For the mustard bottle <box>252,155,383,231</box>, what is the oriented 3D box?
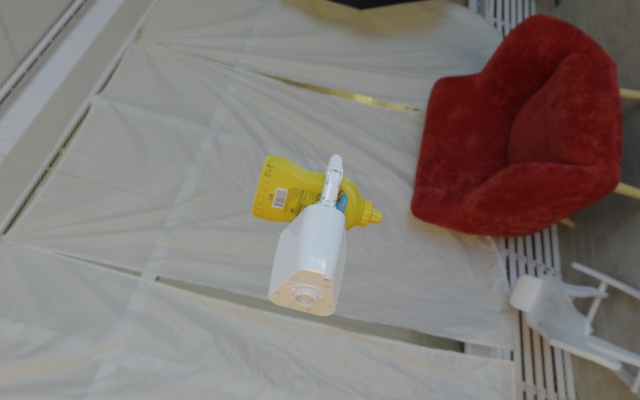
[{"bbox_3d":[0.000,0.002,0.715,0.191,0.096,0.058,15,24,-5],"label":"mustard bottle"}]
